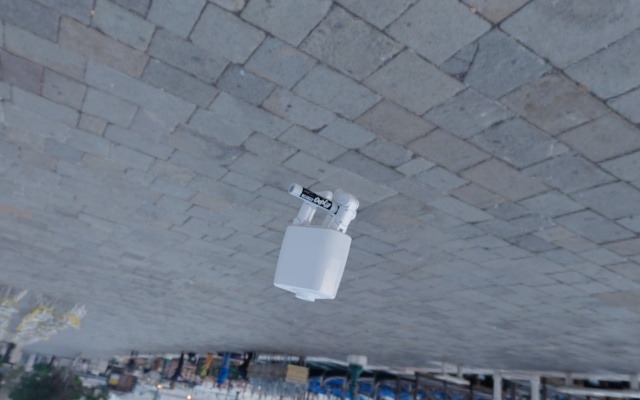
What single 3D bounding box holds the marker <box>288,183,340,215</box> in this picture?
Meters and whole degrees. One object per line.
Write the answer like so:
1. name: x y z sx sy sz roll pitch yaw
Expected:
1. marker: 0.000 0.003 0.788 0.121 0.020 0.020 26 -15 -32
